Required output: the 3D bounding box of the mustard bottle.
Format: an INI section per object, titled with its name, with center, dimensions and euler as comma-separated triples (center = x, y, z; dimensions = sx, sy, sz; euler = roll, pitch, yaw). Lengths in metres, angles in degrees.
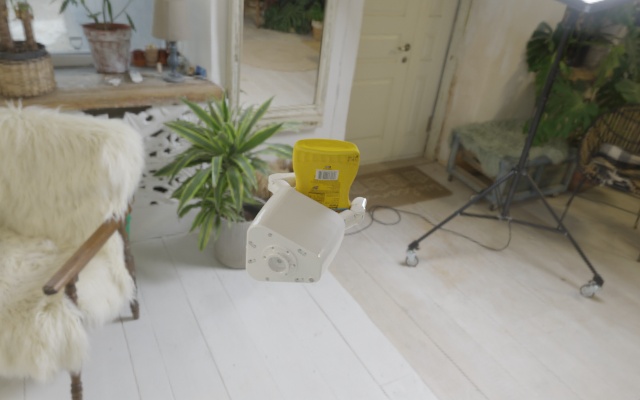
[mustard bottle]
center = 0.000, 0.002, 0.735
dimensions = 0.096, 0.192, 0.058
euler = 2, 30, -10
